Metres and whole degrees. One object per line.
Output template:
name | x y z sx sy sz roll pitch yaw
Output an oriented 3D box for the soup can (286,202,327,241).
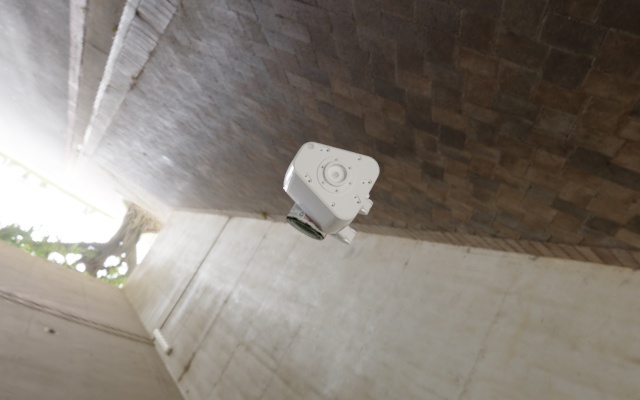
soup can | 0.000 0.003 0.739 0.068 0.102 0.068 28 -15 8
